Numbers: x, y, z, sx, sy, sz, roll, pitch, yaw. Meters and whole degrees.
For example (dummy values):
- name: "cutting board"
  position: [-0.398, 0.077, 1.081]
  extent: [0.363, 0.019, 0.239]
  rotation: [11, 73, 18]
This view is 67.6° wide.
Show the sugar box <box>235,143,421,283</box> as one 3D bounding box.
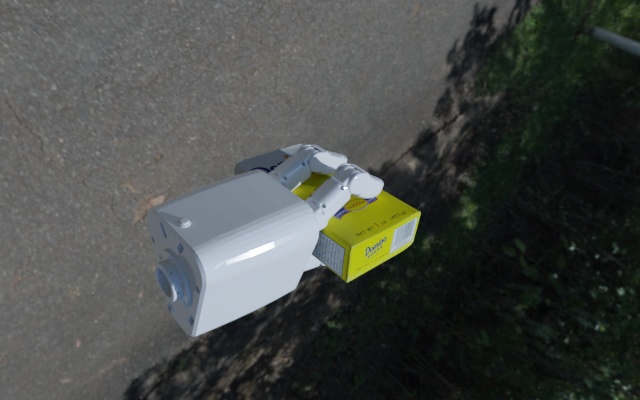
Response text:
- name: "sugar box"
  position: [0.000, 0.001, 0.472]
  extent: [0.093, 0.048, 0.176]
  rotation: [-22, 43, -36]
